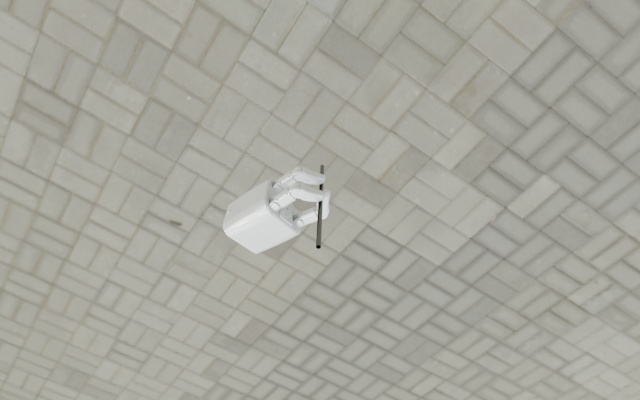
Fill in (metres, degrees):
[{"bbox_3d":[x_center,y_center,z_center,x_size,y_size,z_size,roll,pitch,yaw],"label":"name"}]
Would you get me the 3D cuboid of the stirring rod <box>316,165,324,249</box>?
[{"bbox_3d":[0.000,0.003,0.843,0.011,0.011,0.239,0,36,2],"label":"stirring rod"}]
